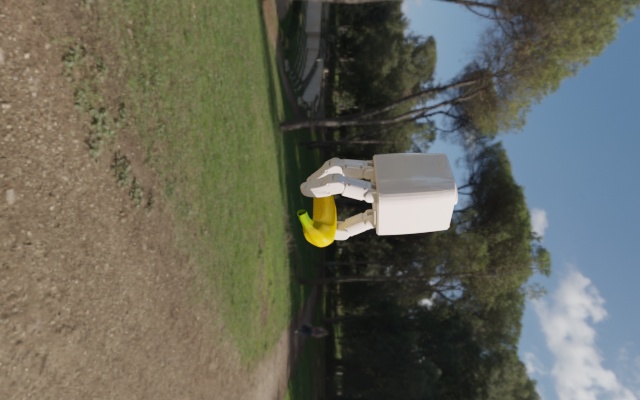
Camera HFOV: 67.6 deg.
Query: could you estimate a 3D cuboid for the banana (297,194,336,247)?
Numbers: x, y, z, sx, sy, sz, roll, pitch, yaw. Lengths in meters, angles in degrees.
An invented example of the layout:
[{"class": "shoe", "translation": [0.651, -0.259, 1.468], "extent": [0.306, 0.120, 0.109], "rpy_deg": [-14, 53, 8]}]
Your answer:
[{"class": "banana", "translation": [0.002, 0.021, 0.677], "extent": [0.037, 0.070, 0.197], "rpy_deg": [-7, 13, 7]}]
